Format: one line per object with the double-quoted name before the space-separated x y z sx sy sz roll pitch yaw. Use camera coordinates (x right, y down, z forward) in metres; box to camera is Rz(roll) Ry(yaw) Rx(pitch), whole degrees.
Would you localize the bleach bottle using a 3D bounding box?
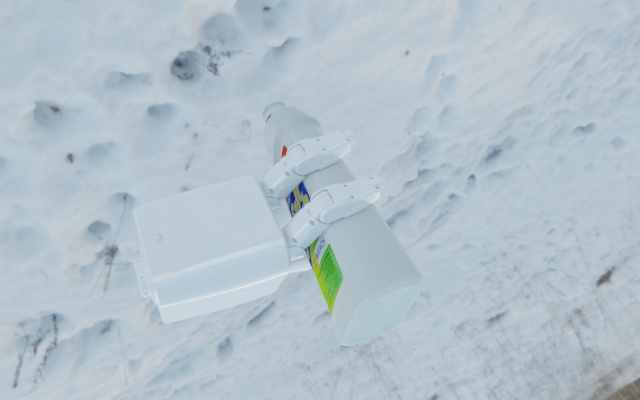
"bleach bottle" 0.000 0.001 0.456 0.068 0.250 0.103 -14 -36 -22
